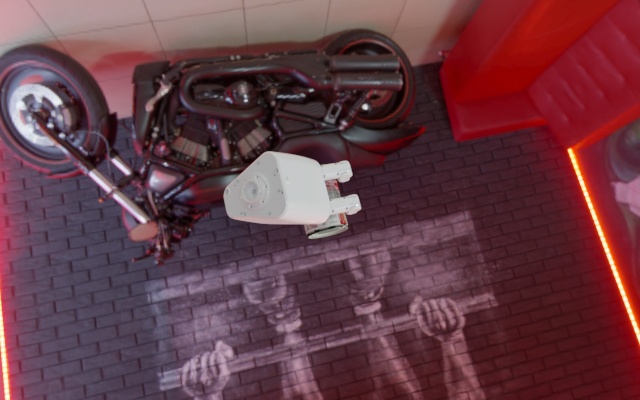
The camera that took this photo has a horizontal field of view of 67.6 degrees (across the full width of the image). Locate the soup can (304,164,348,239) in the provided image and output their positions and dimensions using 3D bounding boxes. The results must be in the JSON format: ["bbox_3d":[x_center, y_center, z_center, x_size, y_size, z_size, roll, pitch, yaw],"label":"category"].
[{"bbox_3d":[0.000,0.003,0.754,0.068,0.102,0.068,-13,-12,-3],"label":"soup can"}]
